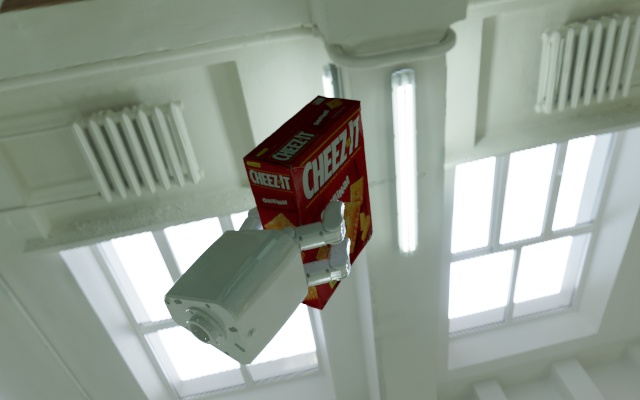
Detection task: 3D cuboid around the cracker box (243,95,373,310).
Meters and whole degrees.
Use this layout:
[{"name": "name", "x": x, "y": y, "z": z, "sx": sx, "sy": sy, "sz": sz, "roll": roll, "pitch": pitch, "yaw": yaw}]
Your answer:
[{"name": "cracker box", "x": 0.000, "y": 0.002, "z": 0.598, "sx": 0.072, "sy": 0.214, "sz": 0.164, "roll": 12, "pitch": 41, "yaw": 28}]
